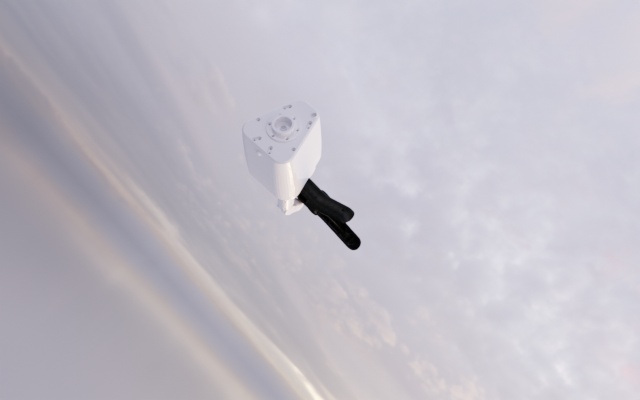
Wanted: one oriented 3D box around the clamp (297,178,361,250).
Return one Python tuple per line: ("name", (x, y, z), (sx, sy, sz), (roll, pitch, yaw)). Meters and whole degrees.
("clamp", (0.000, 0.002, 0.759), (0.171, 0.039, 0.120), (41, -20, 18))
